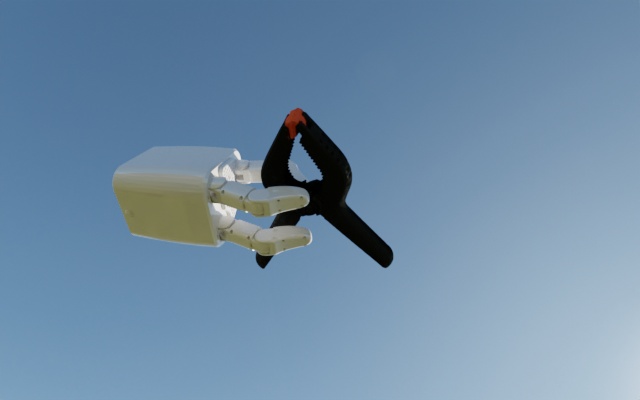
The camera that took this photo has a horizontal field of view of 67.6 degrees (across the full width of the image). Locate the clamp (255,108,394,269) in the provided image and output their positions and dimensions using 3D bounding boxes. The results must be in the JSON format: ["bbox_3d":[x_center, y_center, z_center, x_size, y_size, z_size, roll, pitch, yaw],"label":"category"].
[{"bbox_3d":[0.000,0.001,0.513,0.164,0.210,0.036,3,39,6],"label":"clamp"}]
